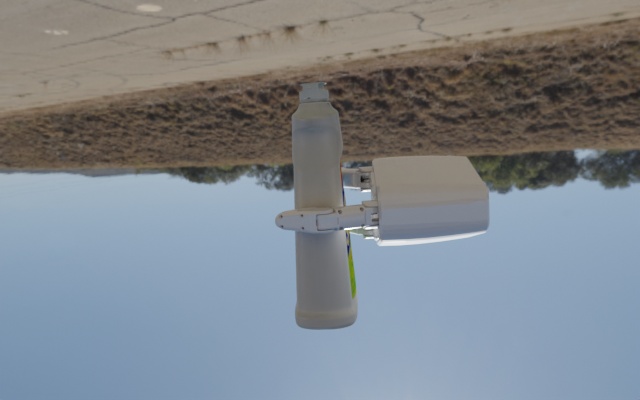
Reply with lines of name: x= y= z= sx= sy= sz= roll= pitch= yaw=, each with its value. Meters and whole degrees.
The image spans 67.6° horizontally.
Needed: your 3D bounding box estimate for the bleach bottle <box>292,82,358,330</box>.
bleach bottle: x=0.000 y=0.002 z=0.515 sx=0.068 sy=0.251 sz=0.102 roll=-3 pitch=10 yaw=5
